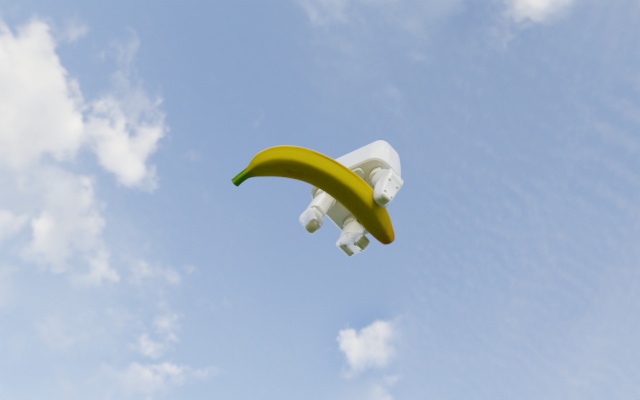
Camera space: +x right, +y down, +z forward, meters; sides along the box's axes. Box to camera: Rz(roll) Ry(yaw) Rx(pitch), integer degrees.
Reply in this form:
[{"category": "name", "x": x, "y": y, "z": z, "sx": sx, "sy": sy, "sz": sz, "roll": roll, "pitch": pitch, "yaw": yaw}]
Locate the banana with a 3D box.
[{"category": "banana", "x": 0.004, "y": -0.016, "z": 0.541, "sx": 0.198, "sy": 0.070, "sz": 0.037, "roll": 22, "pitch": 21, "yaw": -1}]
